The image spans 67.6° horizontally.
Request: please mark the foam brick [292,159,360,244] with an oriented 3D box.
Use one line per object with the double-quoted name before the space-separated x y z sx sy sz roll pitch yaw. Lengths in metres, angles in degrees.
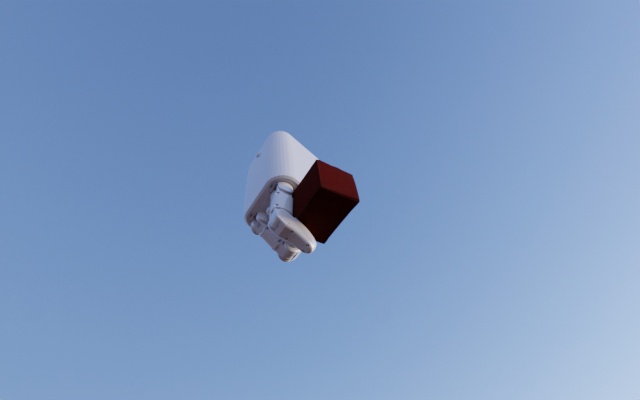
"foam brick" 0.000 0.002 0.555 0.053 0.078 0.051 22 36 -23
